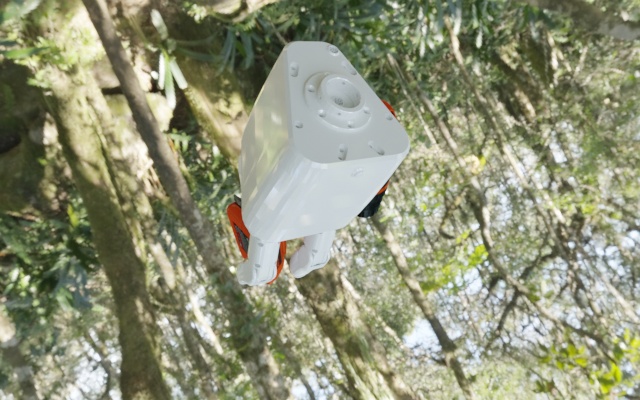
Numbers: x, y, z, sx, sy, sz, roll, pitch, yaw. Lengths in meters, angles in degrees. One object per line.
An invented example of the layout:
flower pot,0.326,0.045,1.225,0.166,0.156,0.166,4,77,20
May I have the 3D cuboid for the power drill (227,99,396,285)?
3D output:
power drill,0.000,0.002,0.496,0.187,0.057,0.185,-39,-27,-20
